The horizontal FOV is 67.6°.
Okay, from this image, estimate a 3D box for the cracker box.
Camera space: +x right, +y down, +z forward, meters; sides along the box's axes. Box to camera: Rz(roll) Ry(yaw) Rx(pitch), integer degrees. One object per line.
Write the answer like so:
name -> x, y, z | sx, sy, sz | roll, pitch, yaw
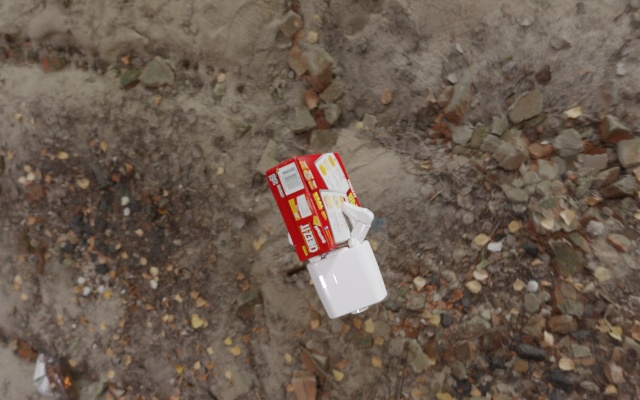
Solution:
cracker box -> 0.000, 0.003, 0.867 | 0.072, 0.164, 0.213 | -23, -1, 23
